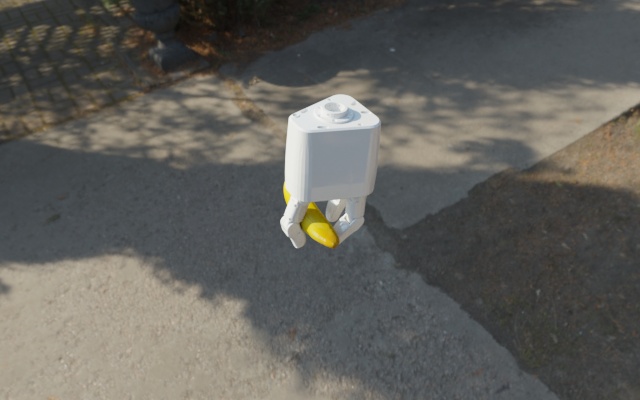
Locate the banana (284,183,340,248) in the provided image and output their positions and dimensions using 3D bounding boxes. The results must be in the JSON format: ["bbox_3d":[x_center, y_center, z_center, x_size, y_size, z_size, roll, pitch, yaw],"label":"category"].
[{"bbox_3d":[-0.019,-0.001,0.706,0.069,0.037,0.197,4,34,-11],"label":"banana"}]
